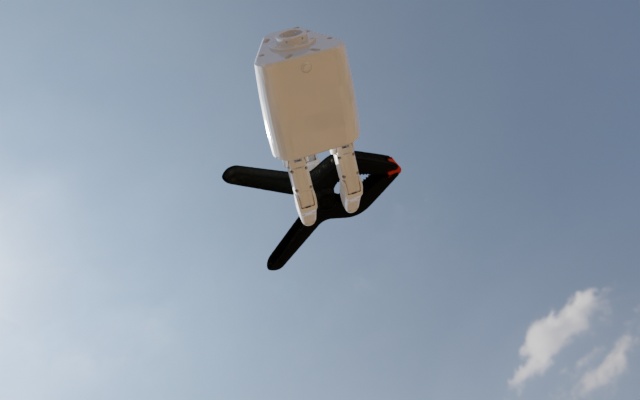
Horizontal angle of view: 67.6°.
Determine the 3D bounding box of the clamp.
[{"bbox_3d":[0.000,0.001,0.596,0.210,0.165,0.036,-17,38,-8],"label":"clamp"}]
